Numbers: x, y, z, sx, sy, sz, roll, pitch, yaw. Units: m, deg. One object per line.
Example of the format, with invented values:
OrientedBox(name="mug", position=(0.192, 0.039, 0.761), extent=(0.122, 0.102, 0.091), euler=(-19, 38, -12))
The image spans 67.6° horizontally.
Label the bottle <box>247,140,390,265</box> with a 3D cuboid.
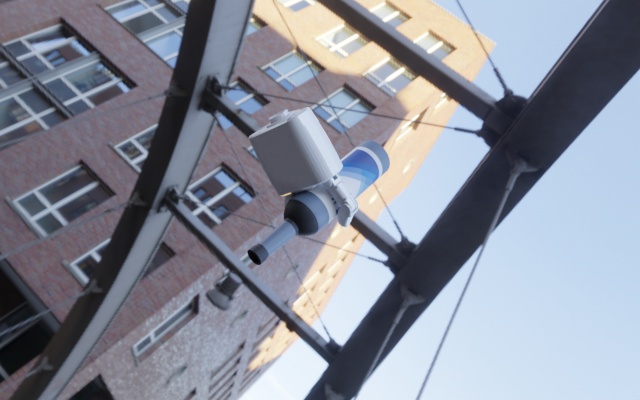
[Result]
OrientedBox(name="bottle", position=(0.000, 0.002, 0.755), extent=(0.069, 0.069, 0.295), euler=(0, 32, 50))
